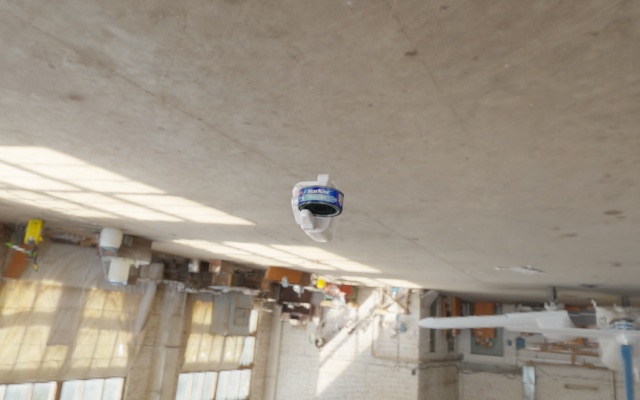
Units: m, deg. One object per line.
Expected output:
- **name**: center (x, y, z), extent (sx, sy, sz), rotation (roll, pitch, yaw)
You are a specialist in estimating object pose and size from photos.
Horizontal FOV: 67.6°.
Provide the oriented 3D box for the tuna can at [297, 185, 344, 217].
- **tuna can**: center (0.000, 0.003, 0.889), extent (0.086, 0.033, 0.086), rotation (5, -20, 2)
